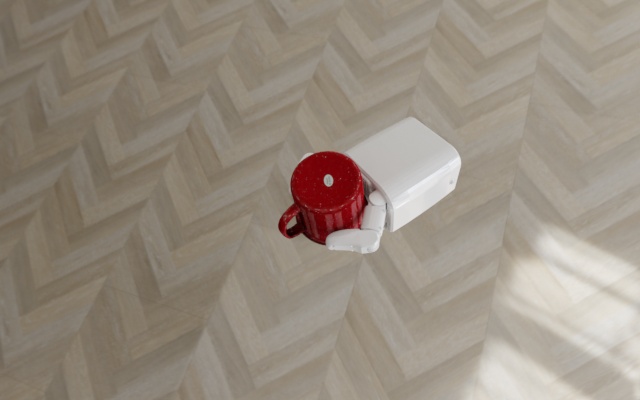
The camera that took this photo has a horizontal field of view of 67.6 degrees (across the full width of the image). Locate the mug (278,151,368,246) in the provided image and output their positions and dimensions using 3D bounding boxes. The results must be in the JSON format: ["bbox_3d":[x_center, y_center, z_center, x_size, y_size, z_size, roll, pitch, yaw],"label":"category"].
[{"bbox_3d":[-0.001,0.002,0.559,0.117,0.093,0.081,-33,-27,-10],"label":"mug"}]
